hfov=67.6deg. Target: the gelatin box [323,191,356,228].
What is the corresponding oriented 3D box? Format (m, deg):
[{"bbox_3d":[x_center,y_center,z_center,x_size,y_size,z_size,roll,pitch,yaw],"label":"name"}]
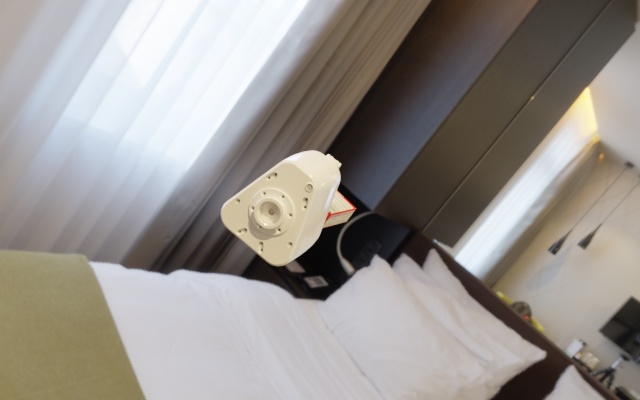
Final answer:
[{"bbox_3d":[0.001,0.002,0.670,0.073,0.030,0.089,43,22,17],"label":"gelatin box"}]
